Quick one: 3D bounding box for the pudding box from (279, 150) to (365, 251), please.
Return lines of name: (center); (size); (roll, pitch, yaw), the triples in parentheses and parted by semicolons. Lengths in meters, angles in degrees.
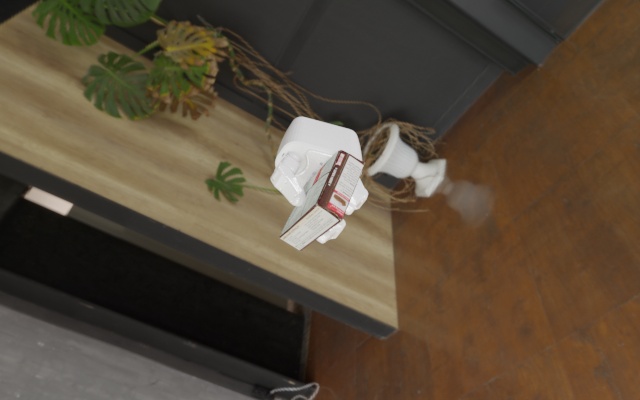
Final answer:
pudding box: (0.000, 0.002, 0.581); (0.039, 0.090, 0.113); (30, -34, -11)
